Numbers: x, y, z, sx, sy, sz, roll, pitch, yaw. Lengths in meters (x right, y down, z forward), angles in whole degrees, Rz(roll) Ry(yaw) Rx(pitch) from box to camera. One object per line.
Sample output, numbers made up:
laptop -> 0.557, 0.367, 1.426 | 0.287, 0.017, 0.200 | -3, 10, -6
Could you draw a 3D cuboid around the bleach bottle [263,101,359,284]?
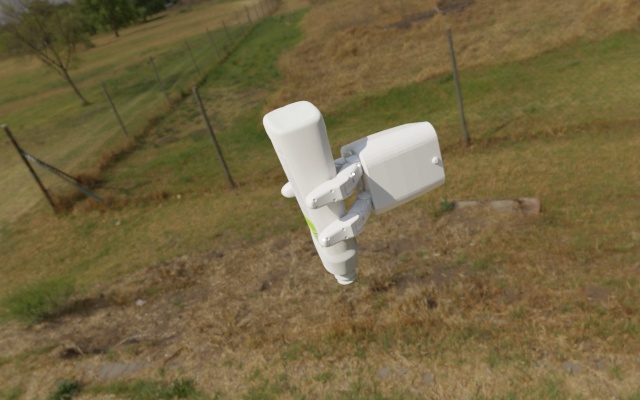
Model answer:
bleach bottle -> 0.000, 0.002, 0.635 | 0.068, 0.251, 0.102 | -22, 28, -6
